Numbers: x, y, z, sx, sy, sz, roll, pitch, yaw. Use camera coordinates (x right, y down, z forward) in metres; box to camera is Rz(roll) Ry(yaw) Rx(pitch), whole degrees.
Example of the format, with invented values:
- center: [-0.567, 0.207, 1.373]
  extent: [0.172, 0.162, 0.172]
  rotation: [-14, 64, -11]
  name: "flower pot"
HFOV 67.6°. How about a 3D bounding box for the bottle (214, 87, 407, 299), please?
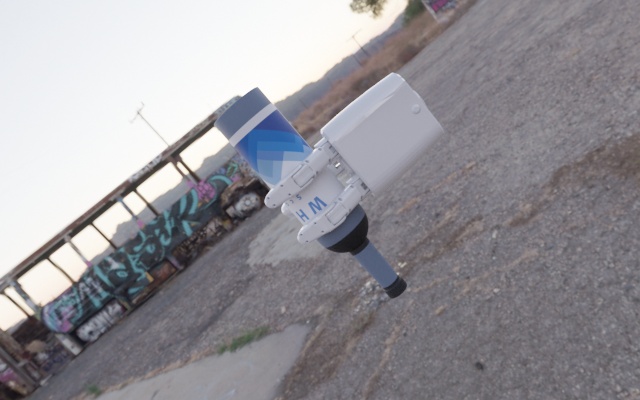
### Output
- center: [0.000, 0.002, 0.564]
  extent: [0.069, 0.296, 0.069]
  rotation: [-40, 9, 8]
  name: "bottle"
